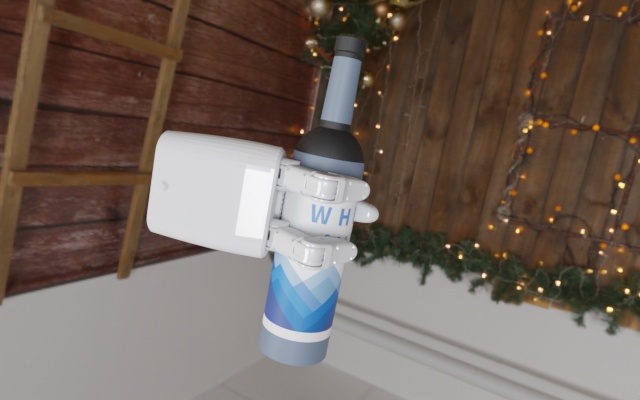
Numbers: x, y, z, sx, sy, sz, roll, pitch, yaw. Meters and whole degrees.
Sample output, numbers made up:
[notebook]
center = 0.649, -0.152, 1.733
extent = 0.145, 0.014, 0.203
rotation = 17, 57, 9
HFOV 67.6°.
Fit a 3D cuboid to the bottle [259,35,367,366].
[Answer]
[bottle]
center = 0.000, 0.002, 0.441
extent = 0.069, 0.296, 0.069
rotation = 11, 9, -2
